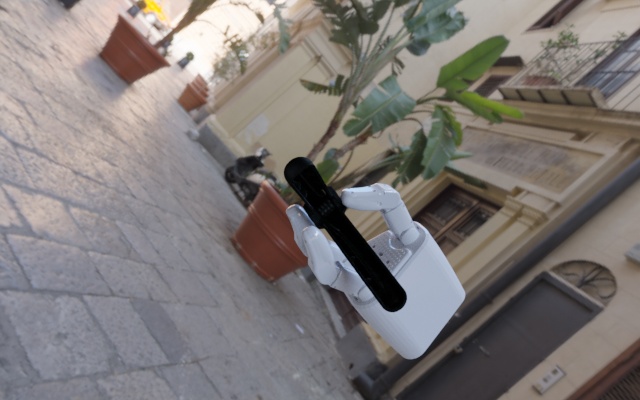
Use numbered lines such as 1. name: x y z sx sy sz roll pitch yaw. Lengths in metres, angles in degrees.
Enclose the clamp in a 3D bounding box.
1. clamp: 0.001 0.001 0.469 0.036 0.165 0.210 -36 28 -1
